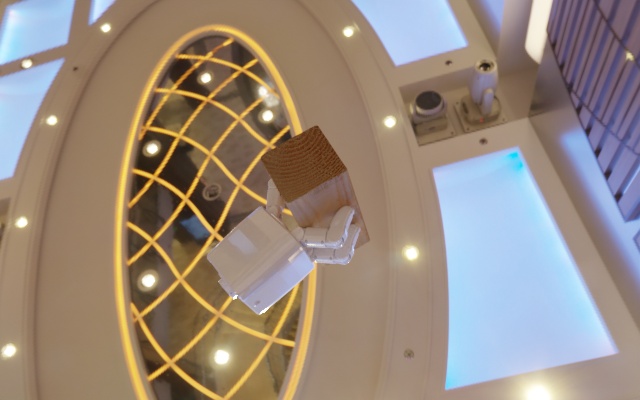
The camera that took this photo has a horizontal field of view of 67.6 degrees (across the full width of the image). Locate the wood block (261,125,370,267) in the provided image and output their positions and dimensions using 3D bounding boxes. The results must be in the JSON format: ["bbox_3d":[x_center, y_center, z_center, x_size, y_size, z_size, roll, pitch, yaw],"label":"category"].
[{"bbox_3d":[0.000,0.002,0.692,0.090,0.090,0.206,-30,-32,-4],"label":"wood block"}]
